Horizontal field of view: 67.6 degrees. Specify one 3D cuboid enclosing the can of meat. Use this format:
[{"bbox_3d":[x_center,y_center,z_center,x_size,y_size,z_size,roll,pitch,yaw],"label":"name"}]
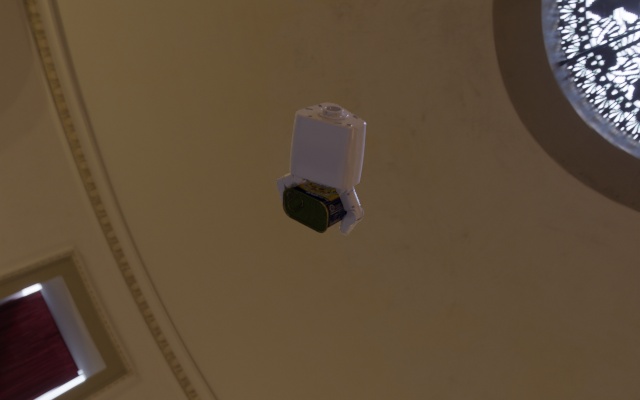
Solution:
[{"bbox_3d":[0.000,0.003,0.820,0.102,0.057,0.084,25,35,35],"label":"can of meat"}]
